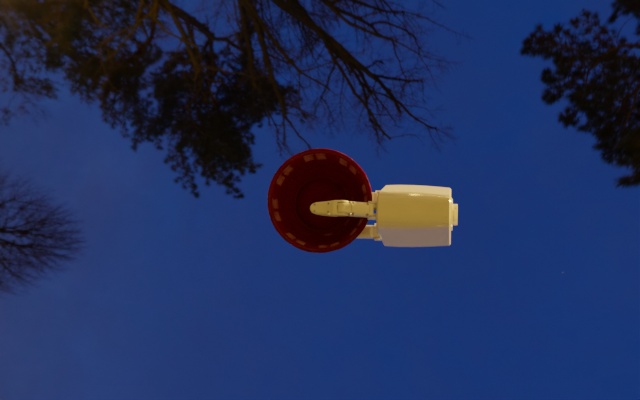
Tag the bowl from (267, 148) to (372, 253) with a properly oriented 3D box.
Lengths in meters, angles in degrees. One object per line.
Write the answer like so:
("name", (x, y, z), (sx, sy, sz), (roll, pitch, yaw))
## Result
("bowl", (-0.001, 0.002, 0.754), (0.162, 0.162, 0.055), (0, -7, 4))
